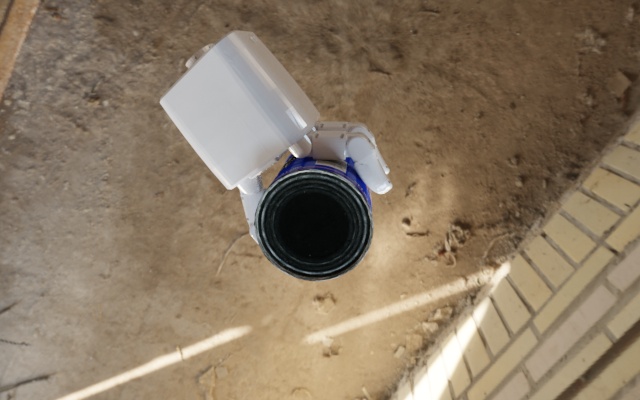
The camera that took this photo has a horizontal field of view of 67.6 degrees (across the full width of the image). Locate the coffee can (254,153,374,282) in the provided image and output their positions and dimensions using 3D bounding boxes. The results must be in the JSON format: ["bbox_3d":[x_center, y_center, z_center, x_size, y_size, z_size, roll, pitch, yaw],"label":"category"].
[{"bbox_3d":[0.000,0.002,0.470,0.103,0.103,0.140,0,18,5],"label":"coffee can"}]
